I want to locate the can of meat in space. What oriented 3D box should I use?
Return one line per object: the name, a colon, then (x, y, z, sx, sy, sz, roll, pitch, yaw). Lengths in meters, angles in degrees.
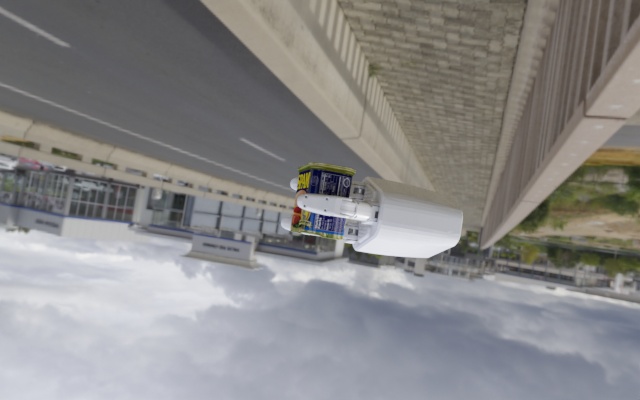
can of meat: (0.000, 0.002, 0.589, 0.057, 0.084, 0.102, 9, -3, -14)
